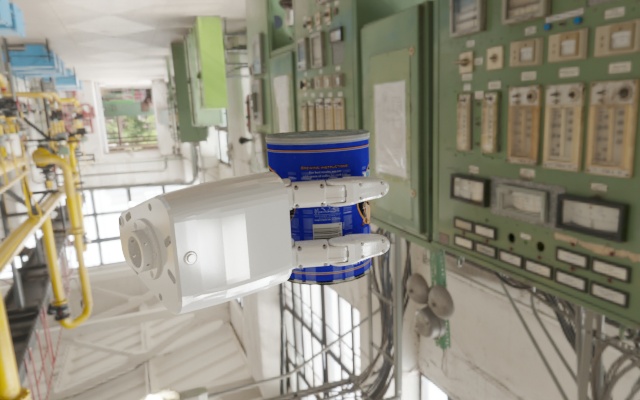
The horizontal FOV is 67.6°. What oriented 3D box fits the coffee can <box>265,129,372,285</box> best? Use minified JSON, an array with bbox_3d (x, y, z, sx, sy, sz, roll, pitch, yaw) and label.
[{"bbox_3d":[0.000,0.001,0.485,0.103,0.140,0.103,-3,11,1],"label":"coffee can"}]
